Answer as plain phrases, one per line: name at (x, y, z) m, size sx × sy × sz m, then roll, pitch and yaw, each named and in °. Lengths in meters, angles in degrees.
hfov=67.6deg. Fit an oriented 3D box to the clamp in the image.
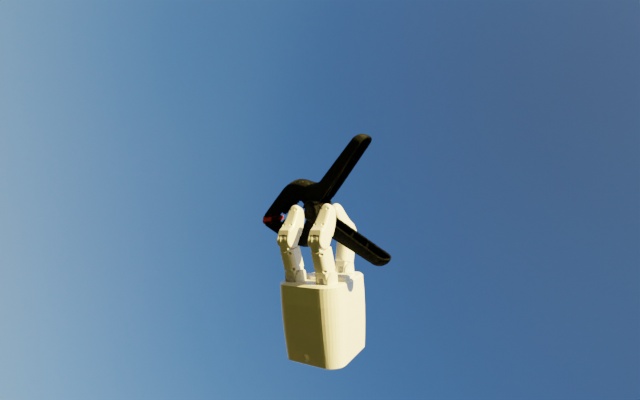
clamp at (0.000, 0.002, 0.647) m, size 0.210 × 0.164 × 0.036 m, roll -3°, pitch 0°, yaw 42°
